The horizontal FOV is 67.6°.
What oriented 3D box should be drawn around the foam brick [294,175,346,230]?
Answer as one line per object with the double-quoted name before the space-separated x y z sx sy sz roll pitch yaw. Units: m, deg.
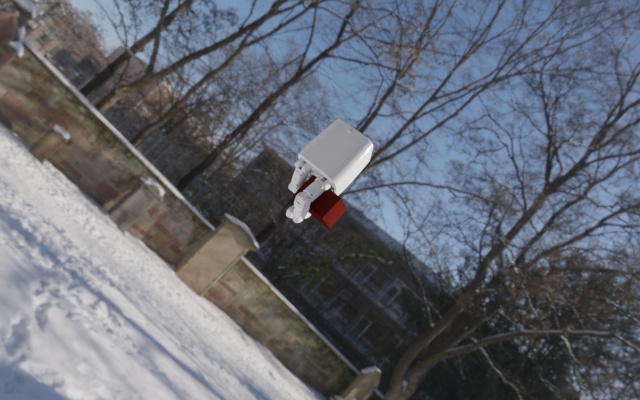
"foam brick" 0.000 0.003 0.867 0.078 0.051 0.053 40 -11 27
